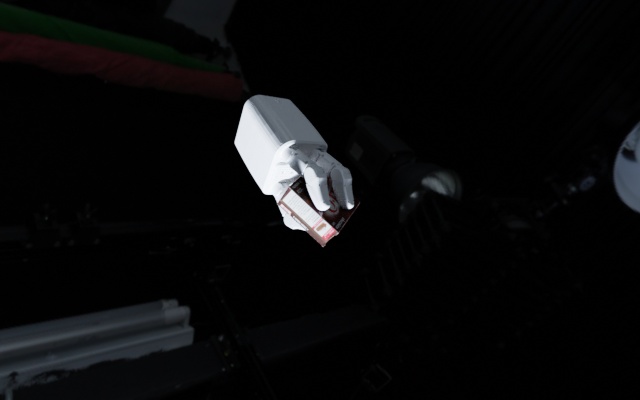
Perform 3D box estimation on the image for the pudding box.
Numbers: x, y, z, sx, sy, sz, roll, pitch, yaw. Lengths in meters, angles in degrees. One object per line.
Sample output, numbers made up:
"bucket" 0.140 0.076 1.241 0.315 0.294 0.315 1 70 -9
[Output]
"pudding box" 0.000 0.002 0.676 0.039 0.090 0.113 -48 0 32
